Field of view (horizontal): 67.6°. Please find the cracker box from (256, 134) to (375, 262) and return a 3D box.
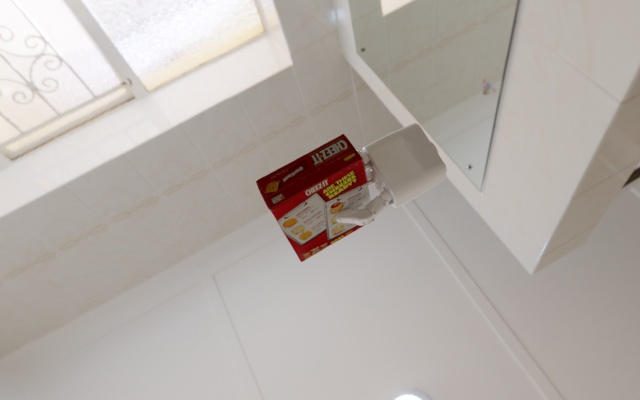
[{"bbox_3d":[0.000,0.003,0.825,0.164,0.072,0.214,-29,-31,-5],"label":"cracker box"}]
